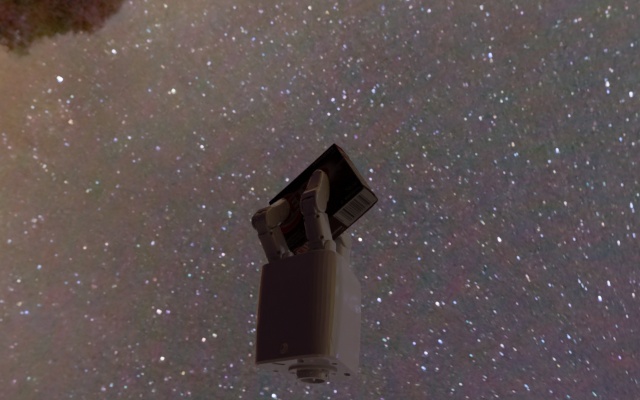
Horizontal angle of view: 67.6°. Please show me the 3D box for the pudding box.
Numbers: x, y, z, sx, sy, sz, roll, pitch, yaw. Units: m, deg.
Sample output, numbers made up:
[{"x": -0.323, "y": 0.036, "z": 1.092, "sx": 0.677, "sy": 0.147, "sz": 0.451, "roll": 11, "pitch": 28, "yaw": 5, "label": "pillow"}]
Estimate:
[{"x": 0.000, "y": 0.002, "z": 0.554, "sx": 0.039, "sy": 0.113, "sz": 0.090, "roll": 40, "pitch": 14, "yaw": -44, "label": "pudding box"}]
